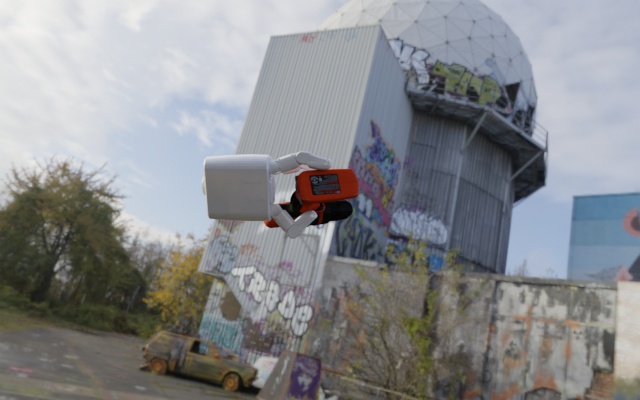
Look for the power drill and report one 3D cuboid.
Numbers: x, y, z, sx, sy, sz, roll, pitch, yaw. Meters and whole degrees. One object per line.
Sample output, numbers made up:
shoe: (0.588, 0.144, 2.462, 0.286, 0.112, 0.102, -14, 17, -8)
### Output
power drill: (0.000, 0.003, 0.869, 0.184, 0.057, 0.188, -7, -18, -22)
